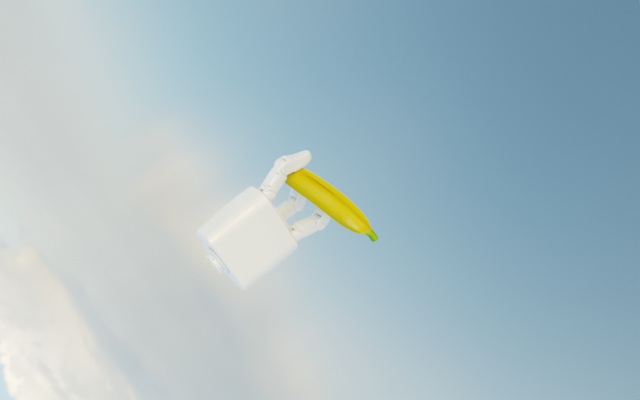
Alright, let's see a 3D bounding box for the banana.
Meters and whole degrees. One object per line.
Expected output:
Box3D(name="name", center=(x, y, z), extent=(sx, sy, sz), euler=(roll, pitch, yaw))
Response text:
Box3D(name="banana", center=(0.001, -0.004, 0.714), extent=(0.197, 0.037, 0.070), euler=(38, -19, 21))
